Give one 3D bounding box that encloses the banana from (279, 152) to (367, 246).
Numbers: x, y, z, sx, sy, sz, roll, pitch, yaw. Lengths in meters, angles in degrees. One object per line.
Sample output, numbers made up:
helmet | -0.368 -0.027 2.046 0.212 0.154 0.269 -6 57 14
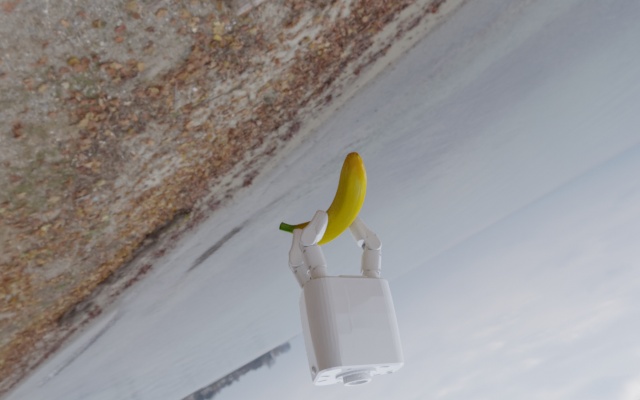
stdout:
banana | 0.014 0.013 0.637 0.069 0.037 0.198 31 -45 -14
